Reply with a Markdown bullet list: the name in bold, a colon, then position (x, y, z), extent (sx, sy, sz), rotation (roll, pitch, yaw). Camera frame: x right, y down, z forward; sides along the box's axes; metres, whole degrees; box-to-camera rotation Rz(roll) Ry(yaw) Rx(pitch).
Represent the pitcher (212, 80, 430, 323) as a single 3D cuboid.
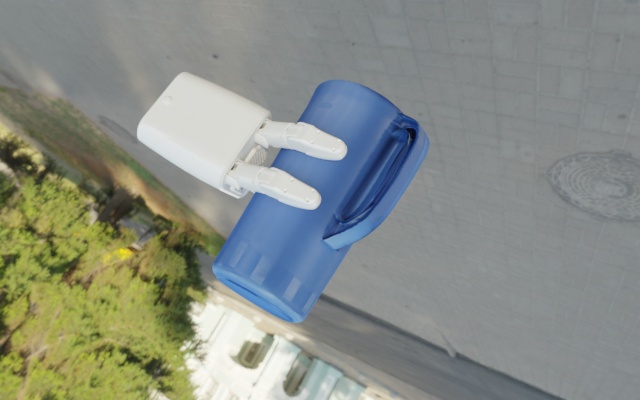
- **pitcher**: position (0.000, 0.002, 0.505), extent (0.145, 0.242, 0.149), rotation (29, -19, 7)
